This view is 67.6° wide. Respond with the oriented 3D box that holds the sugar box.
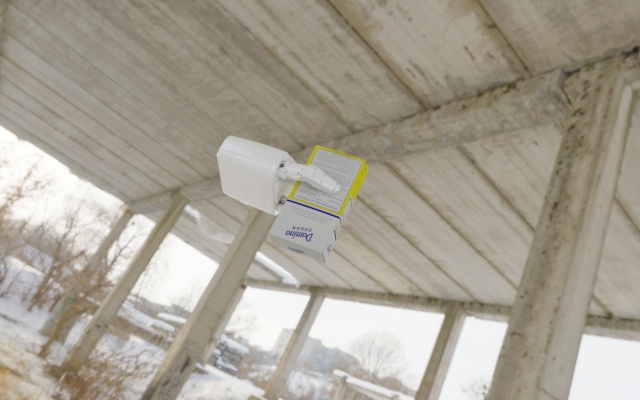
[{"bbox_3d":[0.000,0.003,0.751,0.093,0.176,0.048,19,-24,17],"label":"sugar box"}]
